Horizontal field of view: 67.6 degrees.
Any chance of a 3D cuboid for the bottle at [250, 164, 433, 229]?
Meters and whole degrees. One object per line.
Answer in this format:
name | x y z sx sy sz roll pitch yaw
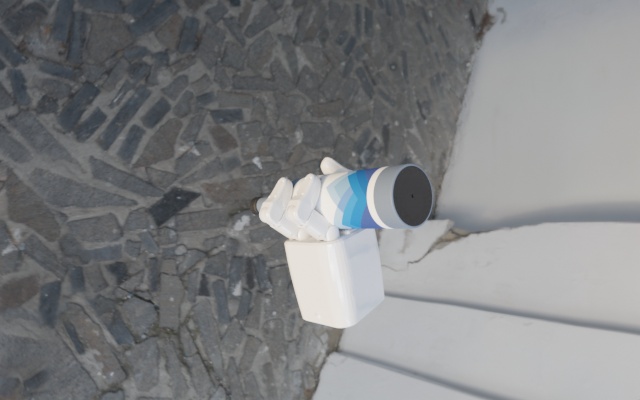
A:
bottle | 0.000 0.002 0.597 0.069 0.069 0.296 0 -3 -40
